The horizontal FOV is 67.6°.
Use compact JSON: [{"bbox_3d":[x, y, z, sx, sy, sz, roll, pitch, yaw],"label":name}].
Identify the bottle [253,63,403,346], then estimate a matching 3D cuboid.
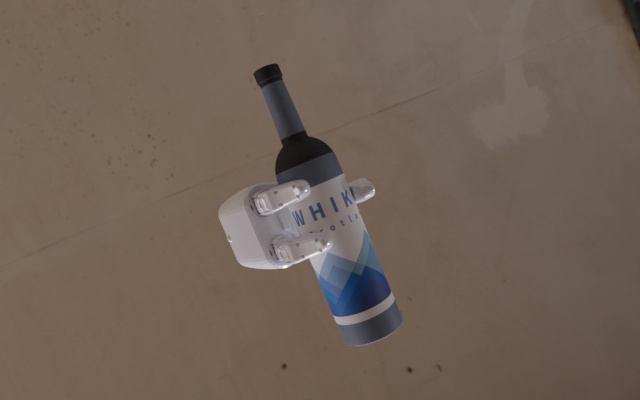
[{"bbox_3d":[0.000,0.002,0.496,0.069,0.296,0.069,-22,4,2],"label":"bottle"}]
